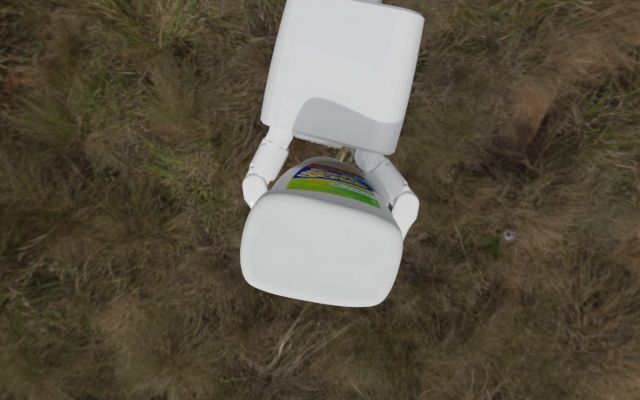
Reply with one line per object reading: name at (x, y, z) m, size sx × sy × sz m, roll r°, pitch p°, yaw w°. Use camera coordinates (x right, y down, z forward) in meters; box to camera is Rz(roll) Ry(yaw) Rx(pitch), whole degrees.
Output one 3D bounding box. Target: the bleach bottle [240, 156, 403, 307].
bleach bottle at (0.000, 0.001, 0.409) m, size 0.102 × 0.068 × 0.250 m, roll 13°, pitch 14°, yaw -5°
